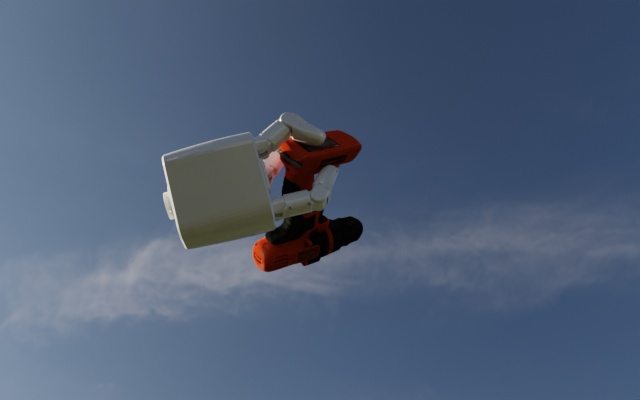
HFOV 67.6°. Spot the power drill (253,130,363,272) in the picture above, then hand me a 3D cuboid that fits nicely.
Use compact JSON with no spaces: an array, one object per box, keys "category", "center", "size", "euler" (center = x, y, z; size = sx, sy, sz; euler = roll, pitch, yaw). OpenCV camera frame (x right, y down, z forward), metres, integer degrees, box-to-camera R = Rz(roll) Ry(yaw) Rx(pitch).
[{"category":"power drill","center":[0.000,0.002,0.649],"size":[0.184,0.188,0.057],"euler":[-16,39,-37]}]
